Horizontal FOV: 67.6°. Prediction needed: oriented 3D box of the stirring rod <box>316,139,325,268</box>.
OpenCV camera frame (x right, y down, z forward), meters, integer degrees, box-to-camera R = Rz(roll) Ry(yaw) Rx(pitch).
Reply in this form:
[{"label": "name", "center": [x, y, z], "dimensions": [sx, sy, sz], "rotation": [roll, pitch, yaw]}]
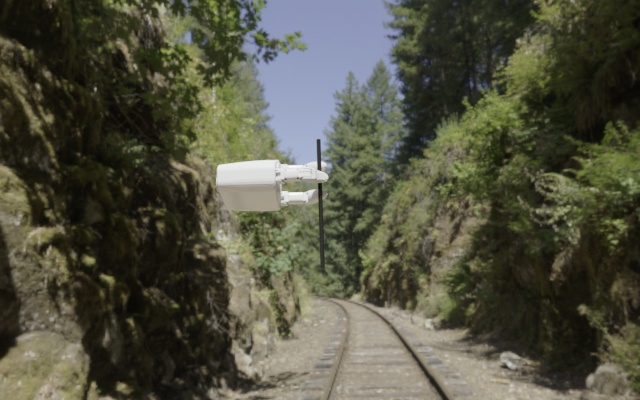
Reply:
[{"label": "stirring rod", "center": [0.000, 0.003, 0.879], "dimensions": [0.011, 0.239, 0.011], "rotation": [-2, -11, 0]}]
